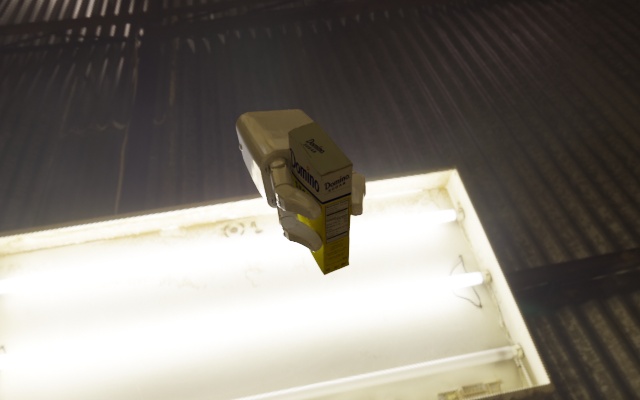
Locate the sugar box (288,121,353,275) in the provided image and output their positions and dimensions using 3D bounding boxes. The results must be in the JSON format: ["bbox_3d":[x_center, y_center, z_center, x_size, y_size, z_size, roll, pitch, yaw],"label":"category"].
[{"bbox_3d":[0.000,0.002,0.589,0.048,0.176,0.093,-22,47,-16],"label":"sugar box"}]
